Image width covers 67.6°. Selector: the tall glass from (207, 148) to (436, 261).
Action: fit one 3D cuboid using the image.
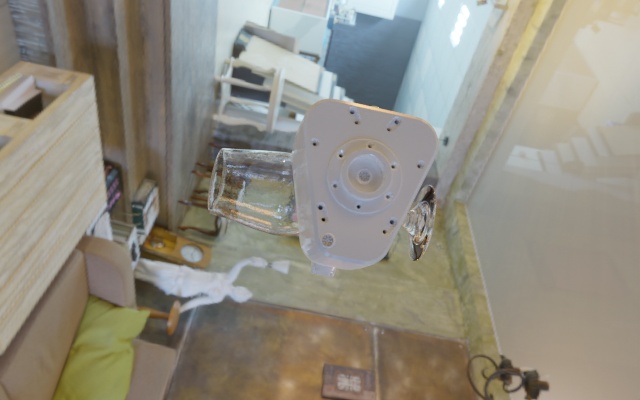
[{"bbox_3d":[0.001,0.002,0.450,0.201,0.079,0.079,12,-1,-4],"label":"tall glass"}]
